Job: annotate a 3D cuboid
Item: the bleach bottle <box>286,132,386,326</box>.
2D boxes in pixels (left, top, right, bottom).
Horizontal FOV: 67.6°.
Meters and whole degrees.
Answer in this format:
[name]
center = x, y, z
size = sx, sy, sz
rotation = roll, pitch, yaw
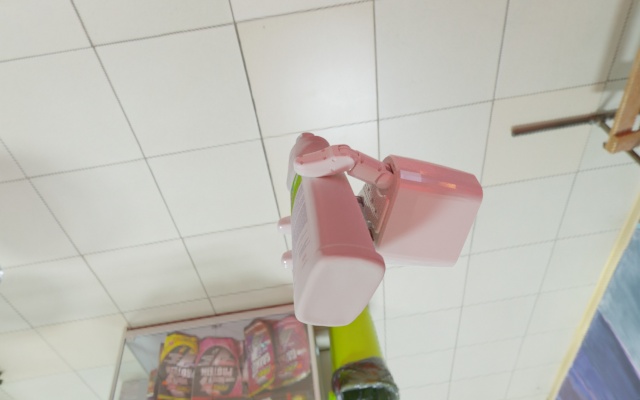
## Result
[bleach bottle]
center = 0.000, 0.002, 0.509
size = 0.068, 0.103, 0.250
rotation = 9, 39, -17
